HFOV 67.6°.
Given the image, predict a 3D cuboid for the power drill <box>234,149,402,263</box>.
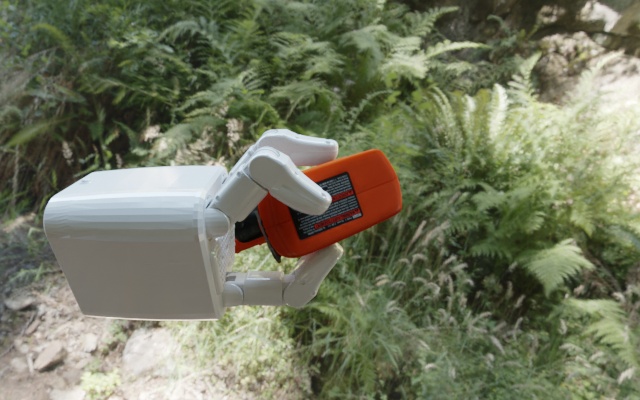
[{"bbox_3d":[0.000,0.001,0.429,0.184,0.057,0.187,-23,2,-15],"label":"power drill"}]
